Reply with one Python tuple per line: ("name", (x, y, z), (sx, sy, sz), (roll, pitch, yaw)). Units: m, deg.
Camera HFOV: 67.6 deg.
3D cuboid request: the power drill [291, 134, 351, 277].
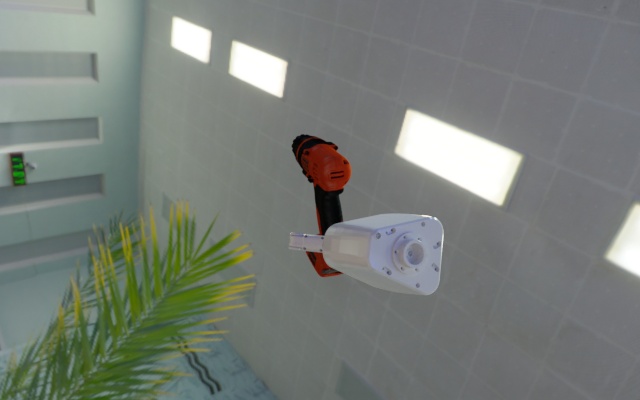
("power drill", (0.000, 0.003, 0.700), (0.057, 0.188, 0.184), (-11, 21, -12))
